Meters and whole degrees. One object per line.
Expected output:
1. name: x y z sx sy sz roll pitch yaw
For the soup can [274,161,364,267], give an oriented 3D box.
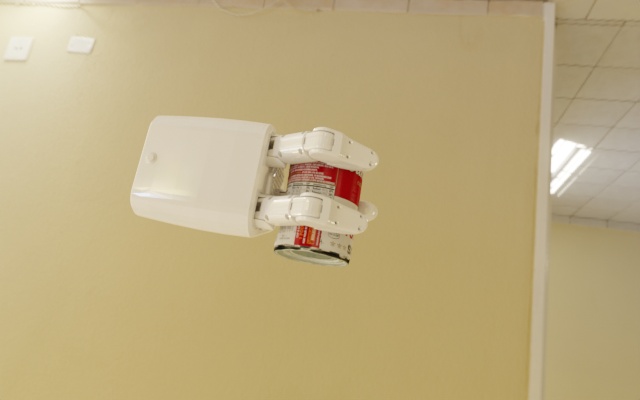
1. soup can: 0.001 0.002 0.420 0.068 0.102 0.068 9 -15 3
